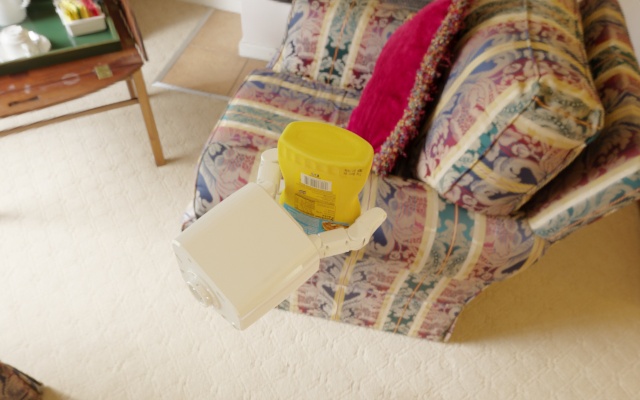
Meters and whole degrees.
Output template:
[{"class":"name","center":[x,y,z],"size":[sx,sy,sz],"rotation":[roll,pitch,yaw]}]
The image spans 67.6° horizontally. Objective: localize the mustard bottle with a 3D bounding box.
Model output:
[{"class":"mustard bottle","center":[0.000,0.001,0.546],"size":[0.096,0.058,0.192],"rotation":[17,-39,9]}]
